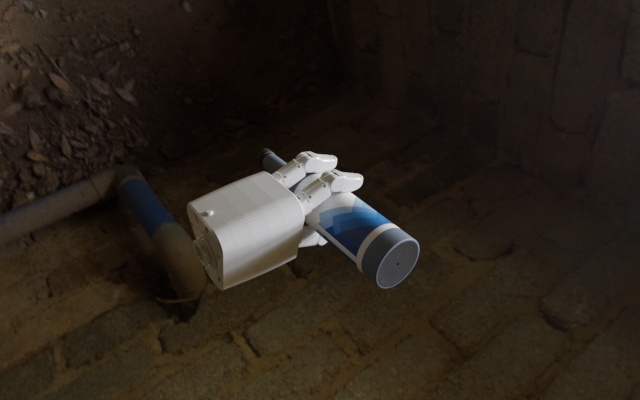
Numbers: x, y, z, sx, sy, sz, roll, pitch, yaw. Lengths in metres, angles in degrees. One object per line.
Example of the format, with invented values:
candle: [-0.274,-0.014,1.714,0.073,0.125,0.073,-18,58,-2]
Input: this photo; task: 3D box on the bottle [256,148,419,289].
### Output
bottle: [0.000,0.002,0.627,0.069,0.069,0.295,0,28,-42]
